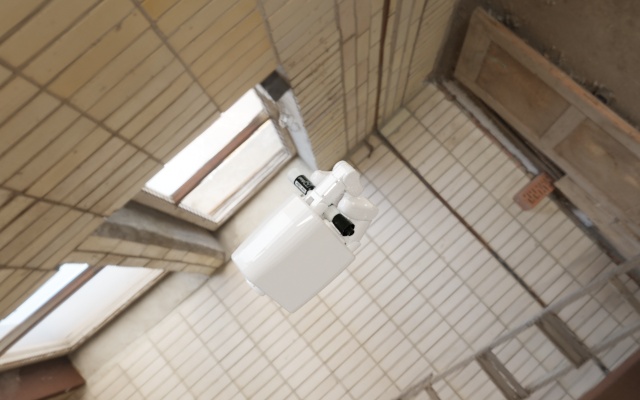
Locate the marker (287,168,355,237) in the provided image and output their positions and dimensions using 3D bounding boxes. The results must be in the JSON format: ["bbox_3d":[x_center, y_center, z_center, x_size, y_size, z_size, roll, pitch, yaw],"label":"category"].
[{"bbox_3d":[0.000,0.002,0.565,0.020,0.020,0.121,0,36,-45],"label":"marker"}]
